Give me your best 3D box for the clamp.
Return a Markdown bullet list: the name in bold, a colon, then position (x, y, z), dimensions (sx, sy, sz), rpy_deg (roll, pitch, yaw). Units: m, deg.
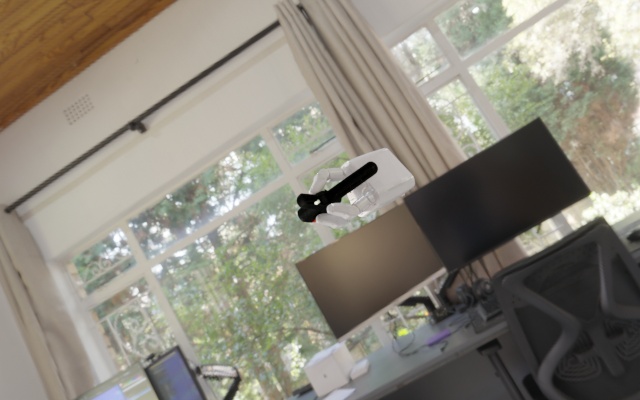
- **clamp**: position (0.000, 0.002, 0.893), dimensions (0.164, 0.036, 0.210), rpy_deg (-23, -11, -30)
